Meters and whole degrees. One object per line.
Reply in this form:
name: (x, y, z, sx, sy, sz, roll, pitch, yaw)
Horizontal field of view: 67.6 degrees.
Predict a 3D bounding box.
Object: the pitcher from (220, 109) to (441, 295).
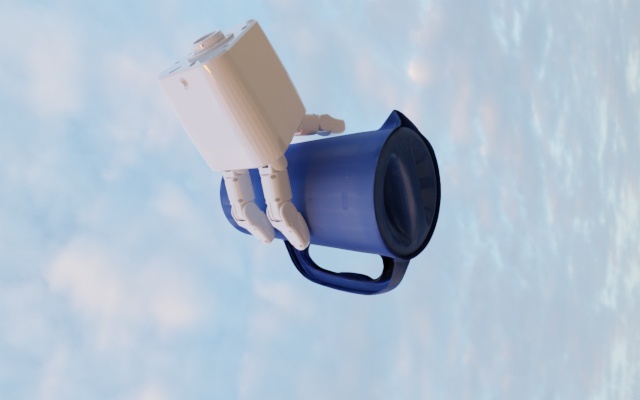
pitcher: (0.000, 0.002, 0.538, 0.243, 0.145, 0.149, 0, 42, 40)
